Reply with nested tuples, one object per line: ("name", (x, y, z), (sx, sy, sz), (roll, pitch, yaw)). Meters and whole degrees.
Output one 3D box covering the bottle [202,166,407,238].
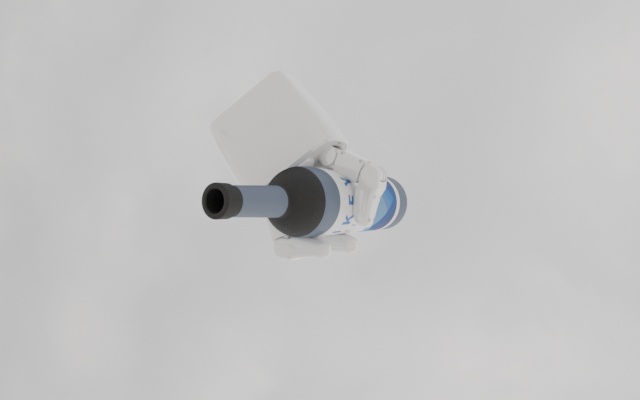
("bottle", (0.000, 0.002, 0.474), (0.069, 0.069, 0.296), (0, 0, 32))
